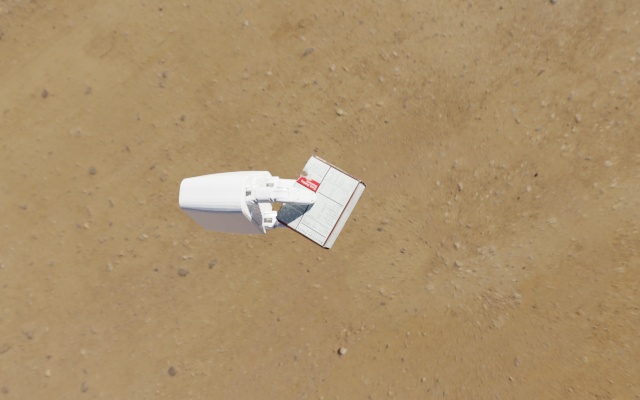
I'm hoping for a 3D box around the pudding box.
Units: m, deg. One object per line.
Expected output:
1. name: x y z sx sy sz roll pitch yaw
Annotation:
1. pudding box: 0.000 0.002 0.700 0.090 0.113 0.039 30 2 19
